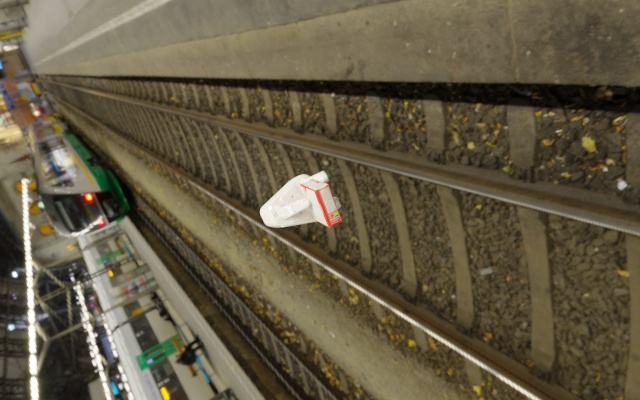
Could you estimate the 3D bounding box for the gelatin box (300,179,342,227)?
[{"bbox_3d":[0.000,0.003,0.859,0.030,0.073,0.089,-25,17,-15],"label":"gelatin box"}]
